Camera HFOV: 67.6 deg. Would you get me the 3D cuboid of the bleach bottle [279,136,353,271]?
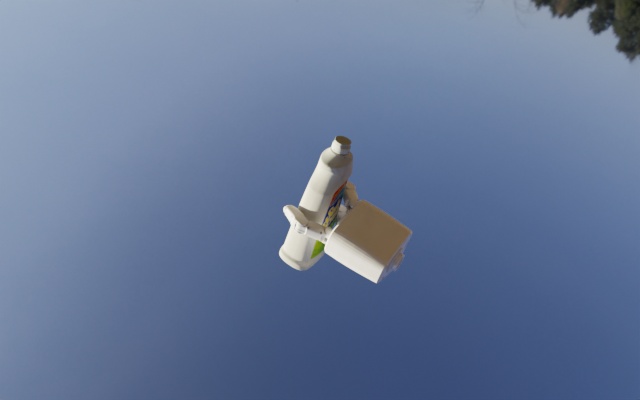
[{"bbox_3d":[0.000,0.003,0.842,0.068,0.251,0.102,31,37,18],"label":"bleach bottle"}]
